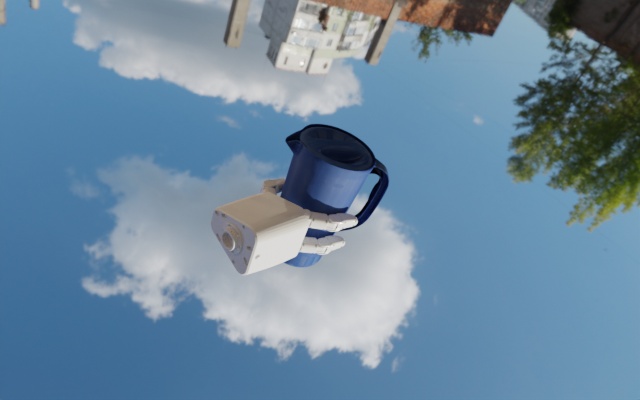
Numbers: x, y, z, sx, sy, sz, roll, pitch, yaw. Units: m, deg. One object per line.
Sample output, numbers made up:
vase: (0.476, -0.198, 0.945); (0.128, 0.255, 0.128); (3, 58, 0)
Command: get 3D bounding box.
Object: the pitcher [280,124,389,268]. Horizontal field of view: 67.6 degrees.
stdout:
pitcher: (0.000, 0.003, 0.835); (0.145, 0.243, 0.149); (-18, 51, -45)
